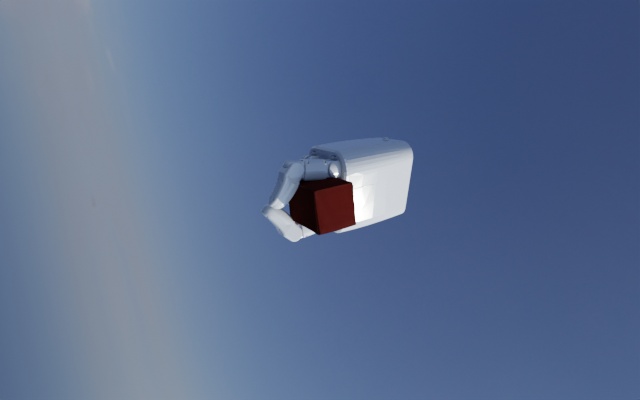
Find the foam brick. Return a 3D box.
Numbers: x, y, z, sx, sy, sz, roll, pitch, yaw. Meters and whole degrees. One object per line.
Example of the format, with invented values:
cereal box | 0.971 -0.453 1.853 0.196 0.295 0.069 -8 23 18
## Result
foam brick | 0.000 0.002 0.562 0.051 0.053 0.078 -12 17 -25
